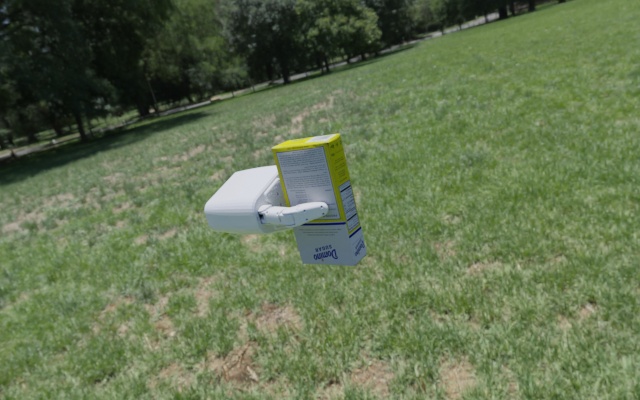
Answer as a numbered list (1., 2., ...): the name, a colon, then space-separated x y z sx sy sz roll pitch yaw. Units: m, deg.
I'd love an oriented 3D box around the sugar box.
1. sugar box: 0.000 0.002 0.660 0.093 0.176 0.048 -2 22 35
